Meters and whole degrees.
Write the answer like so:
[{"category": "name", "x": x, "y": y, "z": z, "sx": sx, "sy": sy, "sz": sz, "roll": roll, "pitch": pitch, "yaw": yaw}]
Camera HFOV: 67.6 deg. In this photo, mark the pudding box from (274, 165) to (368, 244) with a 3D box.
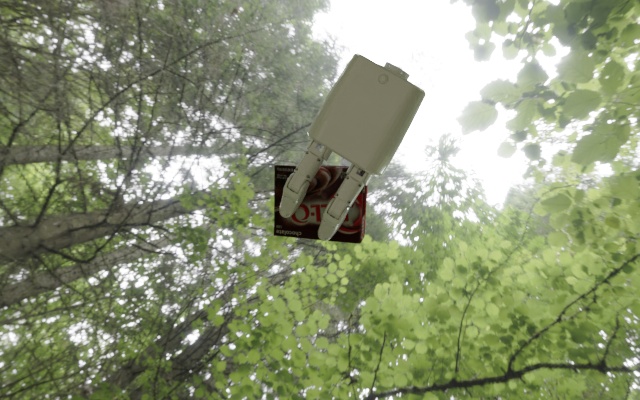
[{"category": "pudding box", "x": 0.000, "y": 0.002, "z": 0.588, "sx": 0.113, "sy": 0.090, "sz": 0.039, "roll": 4, "pitch": 10, "yaw": 16}]
